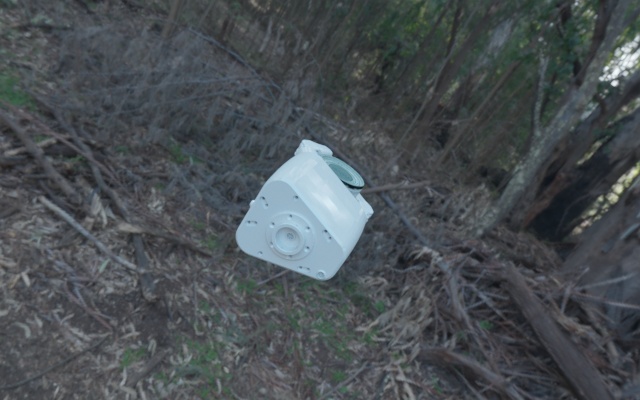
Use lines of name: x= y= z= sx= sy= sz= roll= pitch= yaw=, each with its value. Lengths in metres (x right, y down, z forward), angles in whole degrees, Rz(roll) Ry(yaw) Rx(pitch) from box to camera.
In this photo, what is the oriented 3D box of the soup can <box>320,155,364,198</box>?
soup can: x=0.000 y=0.002 z=0.601 sx=0.068 sy=0.102 sz=0.068 roll=28 pitch=23 yaw=-13
